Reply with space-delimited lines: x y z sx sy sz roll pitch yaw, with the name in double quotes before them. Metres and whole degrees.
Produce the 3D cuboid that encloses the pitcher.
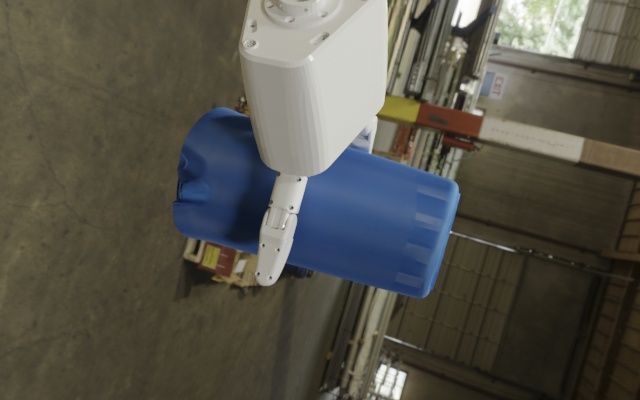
"pitcher" 0.000 0.001 0.456 0.243 0.149 0.145 16 -32 15
